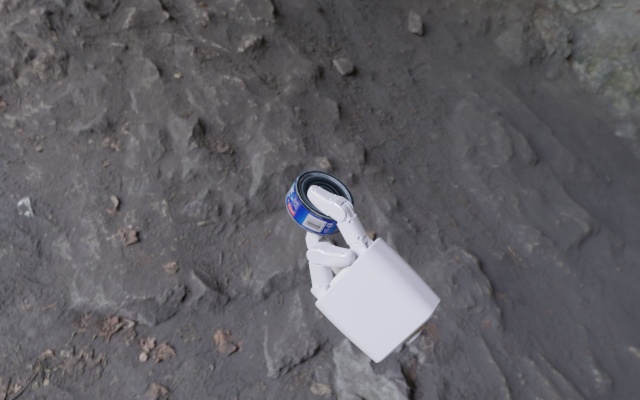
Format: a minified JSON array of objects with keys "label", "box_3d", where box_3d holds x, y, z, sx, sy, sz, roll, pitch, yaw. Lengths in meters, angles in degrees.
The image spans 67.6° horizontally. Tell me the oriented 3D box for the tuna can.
[{"label":"tuna can","box_3d":[0.000,0.002,0.617,0.086,0.086,0.034,0,-40,-32]}]
